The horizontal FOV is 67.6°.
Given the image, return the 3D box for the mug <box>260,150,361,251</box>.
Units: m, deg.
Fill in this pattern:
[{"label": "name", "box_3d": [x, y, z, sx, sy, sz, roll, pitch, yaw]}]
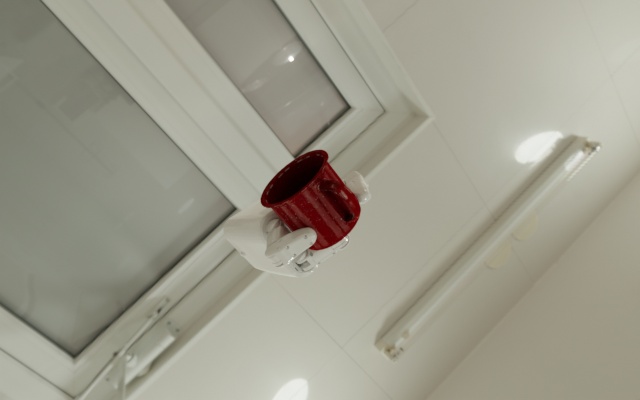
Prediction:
[{"label": "mug", "box_3d": [0.001, 0.002, 0.536, 0.117, 0.093, 0.081, -4, -48, 51]}]
